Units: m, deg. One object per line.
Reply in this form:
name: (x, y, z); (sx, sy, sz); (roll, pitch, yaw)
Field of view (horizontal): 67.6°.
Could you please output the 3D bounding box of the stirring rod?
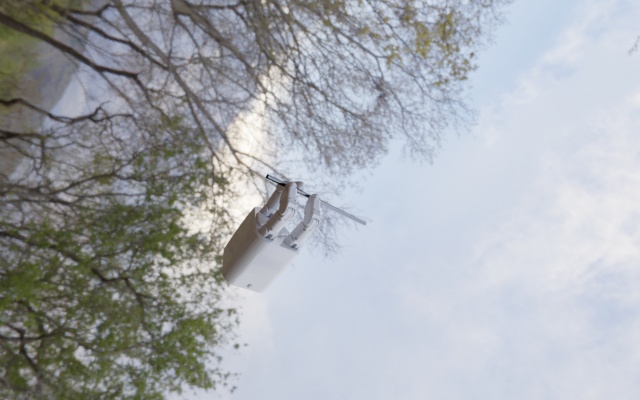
stirring rod: (0.000, 0.003, 0.831); (0.239, 0.011, 0.011); (26, -17, -39)
